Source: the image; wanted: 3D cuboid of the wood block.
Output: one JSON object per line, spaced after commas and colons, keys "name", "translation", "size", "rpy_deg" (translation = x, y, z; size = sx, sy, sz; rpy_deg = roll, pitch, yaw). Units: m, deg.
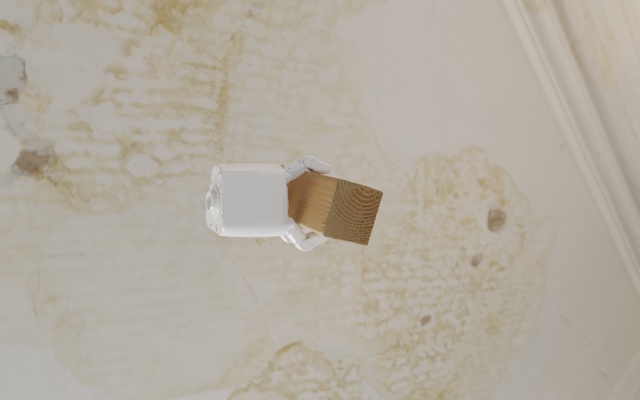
{"name": "wood block", "translation": [0.000, 0.002, 0.808], "size": [0.090, 0.091, 0.206], "rpy_deg": [15, 2, -32]}
